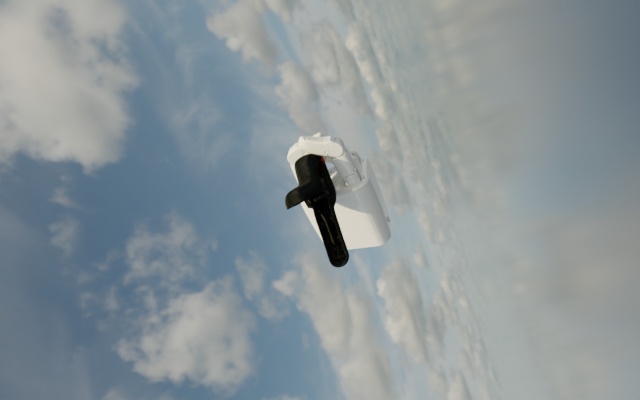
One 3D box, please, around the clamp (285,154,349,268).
[{"bbox_3d":[-0.001,0.002,0.604,0.039,0.120,0.171,-19,27,15],"label":"clamp"}]
